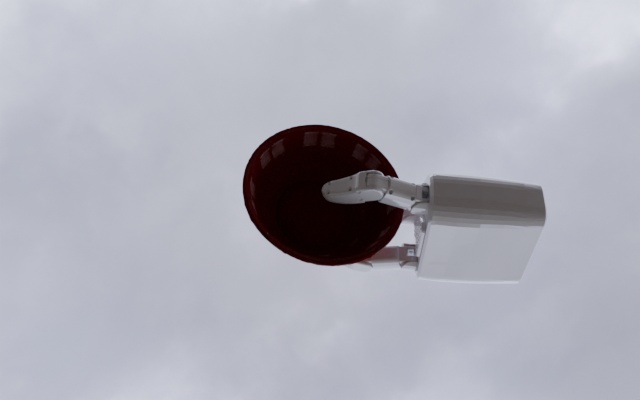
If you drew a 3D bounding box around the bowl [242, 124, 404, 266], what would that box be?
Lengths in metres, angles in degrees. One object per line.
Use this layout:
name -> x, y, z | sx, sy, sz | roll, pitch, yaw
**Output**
bowl -> -0.001, 0.001, 0.489 | 0.162, 0.162, 0.055 | 0, -30, -13
